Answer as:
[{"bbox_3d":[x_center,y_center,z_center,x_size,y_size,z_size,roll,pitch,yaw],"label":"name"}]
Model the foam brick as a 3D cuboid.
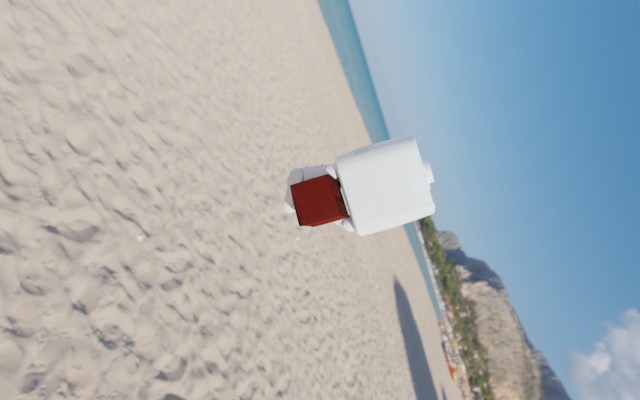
[{"bbox_3d":[0.000,0.002,0.600,0.051,0.053,0.078,-16,-6,10],"label":"foam brick"}]
